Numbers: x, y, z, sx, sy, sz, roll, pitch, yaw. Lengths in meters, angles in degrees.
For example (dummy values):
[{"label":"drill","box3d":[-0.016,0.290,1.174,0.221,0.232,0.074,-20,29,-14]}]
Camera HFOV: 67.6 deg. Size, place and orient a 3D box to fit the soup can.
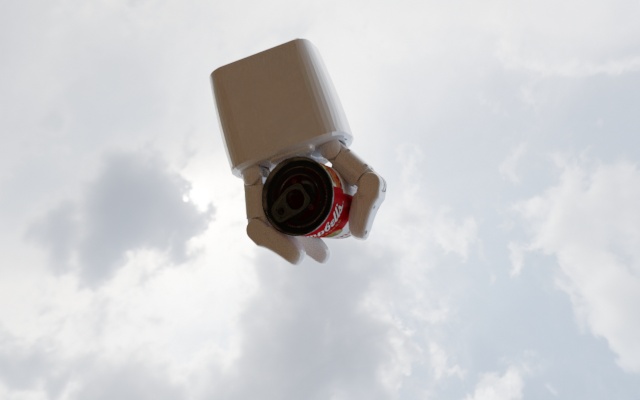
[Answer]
[{"label":"soup can","box3d":[0.000,0.002,0.446,0.068,0.068,0.102,0,-6,24]}]
